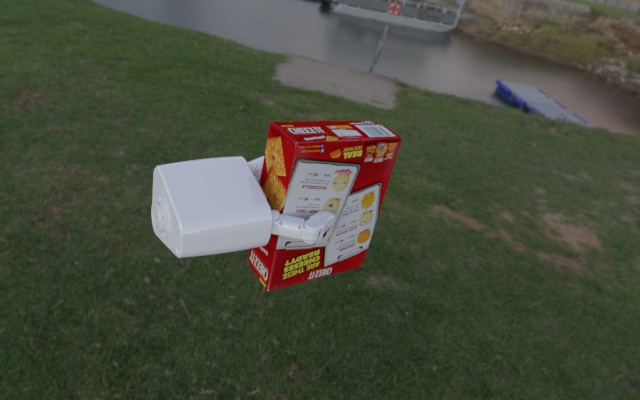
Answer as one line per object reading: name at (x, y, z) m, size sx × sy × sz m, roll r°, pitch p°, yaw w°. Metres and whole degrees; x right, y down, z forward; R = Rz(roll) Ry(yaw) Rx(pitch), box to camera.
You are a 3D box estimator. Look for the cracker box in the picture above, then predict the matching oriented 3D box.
cracker box at (0.000, 0.002, 0.635) m, size 0.164 × 0.214 × 0.072 m, roll -8°, pitch 36°, yaw -34°
